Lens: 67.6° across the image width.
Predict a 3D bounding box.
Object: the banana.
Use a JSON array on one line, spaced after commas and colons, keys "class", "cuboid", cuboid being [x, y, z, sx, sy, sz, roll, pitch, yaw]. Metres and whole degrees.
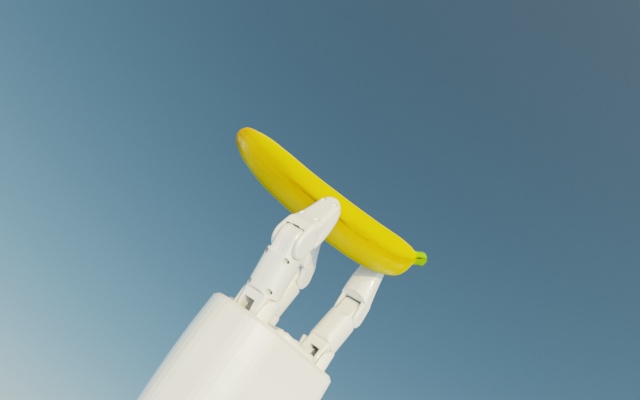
[{"class": "banana", "cuboid": [0.001, 0.004, 0.387, 0.198, 0.037, 0.069, 37, 5, 4]}]
